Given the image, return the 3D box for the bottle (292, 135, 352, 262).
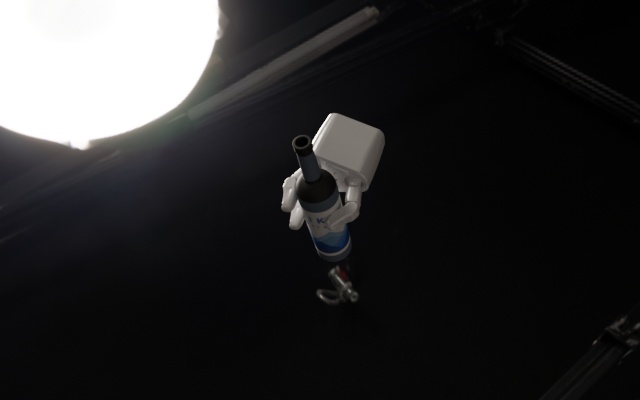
[{"bbox_3d":[0.000,0.003,0.780,0.069,0.069,0.296,0,-35,12],"label":"bottle"}]
